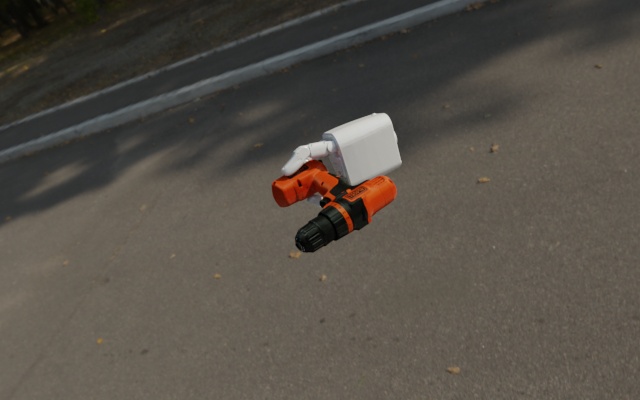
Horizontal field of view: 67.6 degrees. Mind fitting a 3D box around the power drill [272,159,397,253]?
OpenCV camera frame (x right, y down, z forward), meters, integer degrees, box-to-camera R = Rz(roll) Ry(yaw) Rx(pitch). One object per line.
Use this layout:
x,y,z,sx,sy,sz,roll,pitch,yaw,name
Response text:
0.000,0.002,0.765,0.184,0.057,0.187,-30,34,-25,power drill
